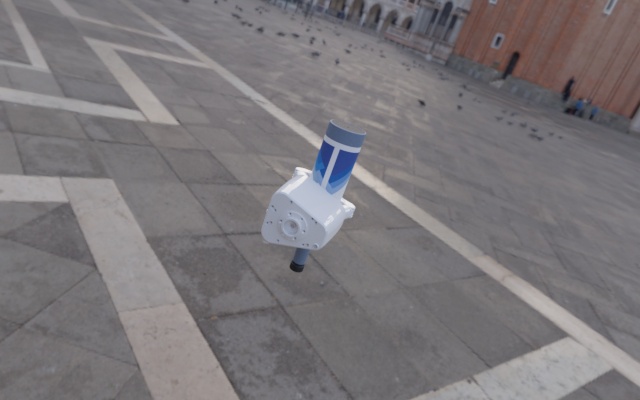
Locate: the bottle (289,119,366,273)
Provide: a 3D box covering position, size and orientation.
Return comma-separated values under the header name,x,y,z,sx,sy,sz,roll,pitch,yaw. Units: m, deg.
name,x,y,z,sx,sy,sz,roll,pitch,yaw
bottle,0.000,0.003,0.869,0.069,0.296,0.069,17,21,-7
